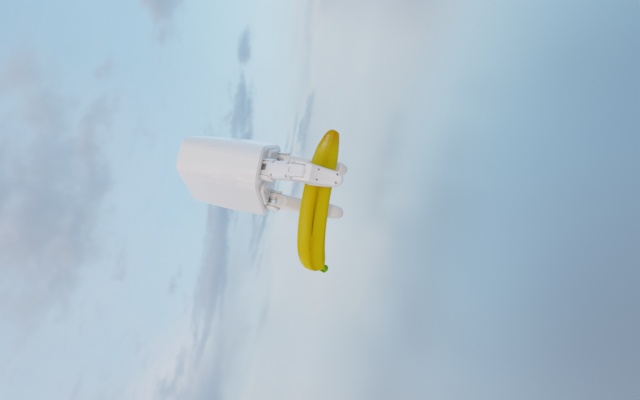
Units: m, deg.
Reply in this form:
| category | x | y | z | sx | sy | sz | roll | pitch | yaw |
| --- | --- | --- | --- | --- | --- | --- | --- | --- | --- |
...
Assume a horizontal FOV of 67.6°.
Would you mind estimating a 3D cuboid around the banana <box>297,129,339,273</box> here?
| category | x | y | z | sx | sy | sz | roll | pitch | yaw |
| --- | --- | --- | --- | --- | --- | --- | --- | --- | --- |
| banana | -0.004 | 0.010 | 0.608 | 0.037 | 0.198 | 0.069 | 9 | 16 | 11 |
